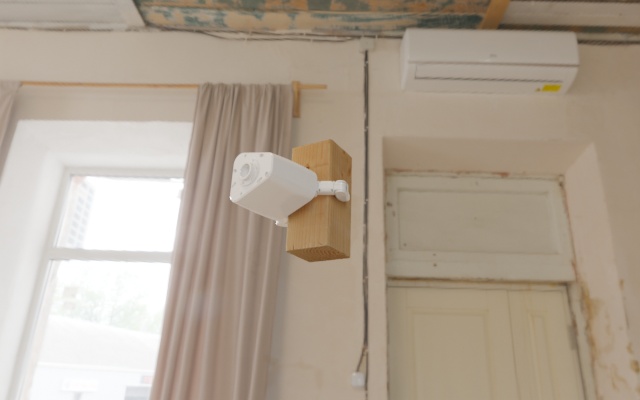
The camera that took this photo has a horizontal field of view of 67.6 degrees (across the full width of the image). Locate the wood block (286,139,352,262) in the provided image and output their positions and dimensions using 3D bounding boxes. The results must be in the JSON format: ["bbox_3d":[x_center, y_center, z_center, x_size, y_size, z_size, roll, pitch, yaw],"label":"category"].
[{"bbox_3d":[0.000,0.003,0.898,0.091,0.206,0.090,-10,-25,28],"label":"wood block"}]
